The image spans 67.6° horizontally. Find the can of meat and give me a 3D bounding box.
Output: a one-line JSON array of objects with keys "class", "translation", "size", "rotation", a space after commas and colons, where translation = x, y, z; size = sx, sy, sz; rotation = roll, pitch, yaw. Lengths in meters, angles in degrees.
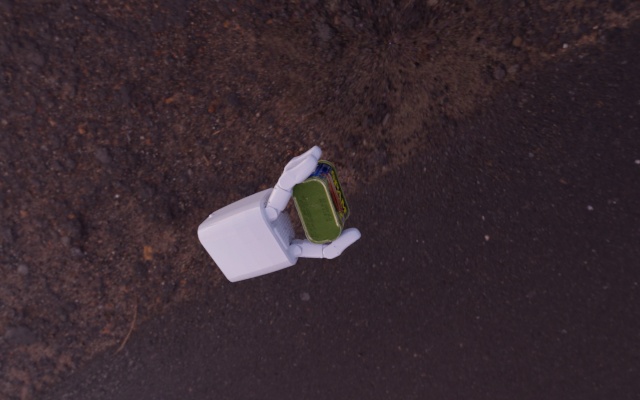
[{"class": "can of meat", "translation": [0.000, 0.002, 0.685], "size": [0.057, 0.102, 0.084], "rotation": [-16, 15, 14]}]
